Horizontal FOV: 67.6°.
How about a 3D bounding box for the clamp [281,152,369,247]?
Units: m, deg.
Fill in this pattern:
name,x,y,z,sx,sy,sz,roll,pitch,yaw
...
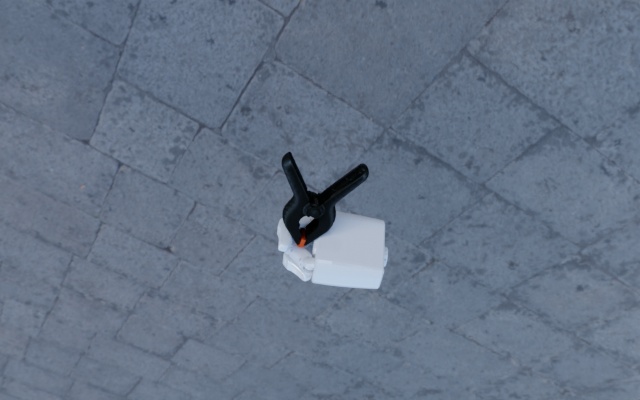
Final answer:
name,x,y,z,sx,sy,sz,roll,pitch,yaw
clamp,0.000,0.003,0.688,0.120,0.039,0.172,6,-45,-3
